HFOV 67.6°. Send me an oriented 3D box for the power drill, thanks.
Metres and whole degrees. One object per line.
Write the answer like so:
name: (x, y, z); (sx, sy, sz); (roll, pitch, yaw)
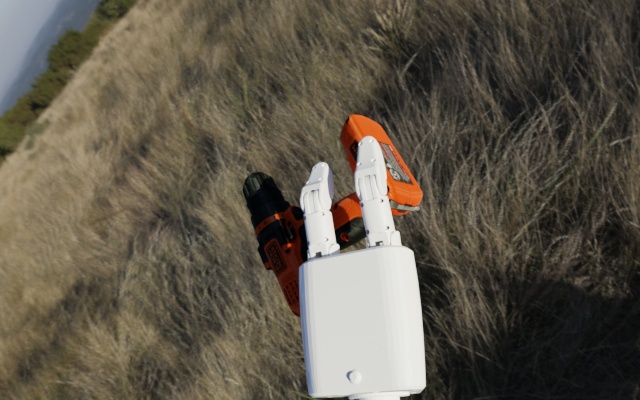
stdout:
power drill: (0.000, 0.002, 0.498); (0.057, 0.184, 0.188); (4, -41, -48)
